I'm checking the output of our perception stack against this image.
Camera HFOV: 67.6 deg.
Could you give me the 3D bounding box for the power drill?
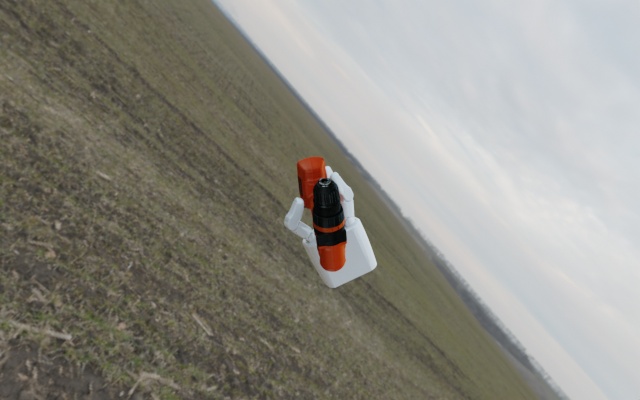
[{"bbox_3d":[0.000,0.003,0.828,0.057,0.185,0.187,-9,38,-6],"label":"power drill"}]
